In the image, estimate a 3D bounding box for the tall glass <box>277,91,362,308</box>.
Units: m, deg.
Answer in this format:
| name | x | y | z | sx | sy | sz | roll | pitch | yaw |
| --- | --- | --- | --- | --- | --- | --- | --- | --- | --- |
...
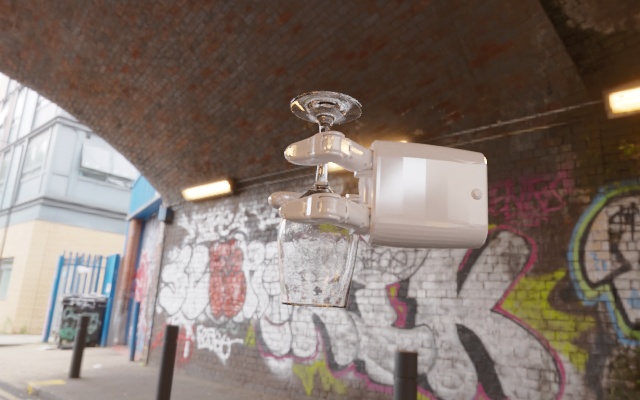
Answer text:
| name | x | y | z | sx | sy | sz | roll | pitch | yaw |
| --- | --- | --- | --- | --- | --- | --- | --- | --- | --- |
| tall glass | 0.000 | 0.001 | 0.467 | 0.079 | 0.201 | 0.079 | 4 | -13 | 1 |
